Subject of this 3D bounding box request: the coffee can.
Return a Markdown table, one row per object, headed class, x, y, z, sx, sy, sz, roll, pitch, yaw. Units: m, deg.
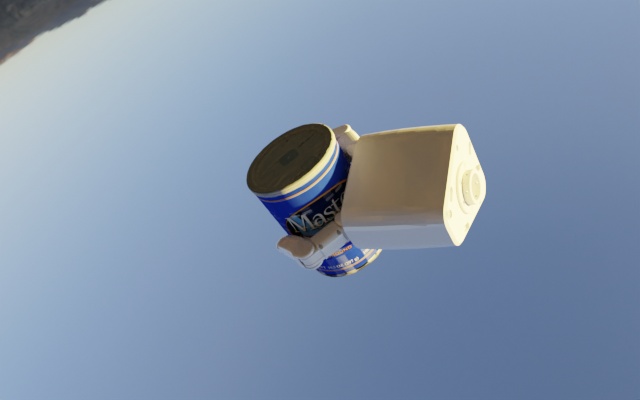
| class | x | y | z | sx | sy | sz | roll | pitch | yaw |
| --- | --- | --- | --- | --- | --- | --- | --- | --- | --- |
| coffee can | 0.000 | 0.002 | 0.524 | 0.103 | 0.102 | 0.140 | 0 | -42 | 40 |
